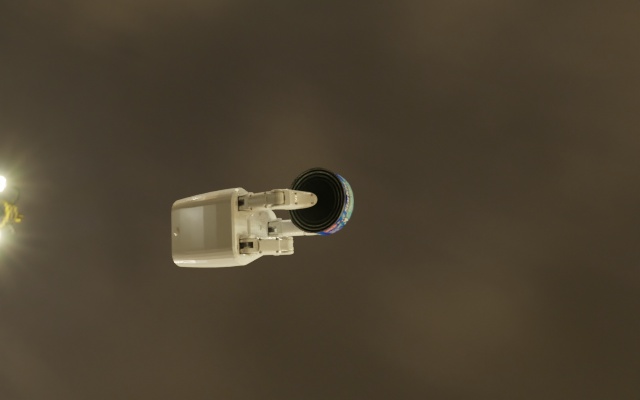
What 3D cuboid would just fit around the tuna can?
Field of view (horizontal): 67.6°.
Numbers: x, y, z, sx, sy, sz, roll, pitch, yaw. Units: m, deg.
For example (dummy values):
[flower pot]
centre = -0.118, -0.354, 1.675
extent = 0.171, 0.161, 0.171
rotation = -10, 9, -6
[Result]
[tuna can]
centre = 0.000, 0.002, 0.625
extent = 0.086, 0.086, 0.034
rotation = 0, -9, 29
